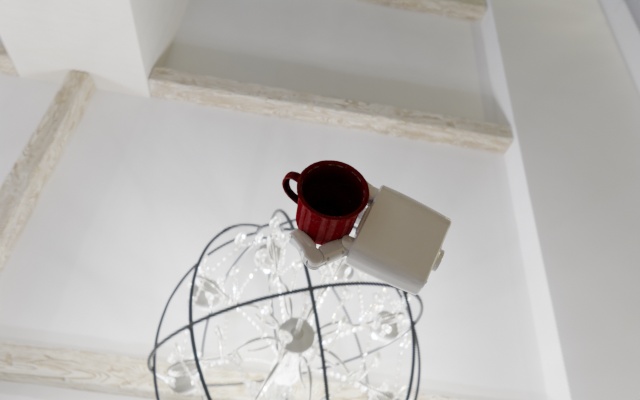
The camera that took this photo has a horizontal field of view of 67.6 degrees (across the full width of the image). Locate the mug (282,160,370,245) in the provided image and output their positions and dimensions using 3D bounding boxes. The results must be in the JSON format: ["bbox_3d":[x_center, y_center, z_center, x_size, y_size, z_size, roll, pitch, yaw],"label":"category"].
[{"bbox_3d":[-0.001,0.002,0.634,0.117,0.093,0.082,27,-34,9],"label":"mug"}]
